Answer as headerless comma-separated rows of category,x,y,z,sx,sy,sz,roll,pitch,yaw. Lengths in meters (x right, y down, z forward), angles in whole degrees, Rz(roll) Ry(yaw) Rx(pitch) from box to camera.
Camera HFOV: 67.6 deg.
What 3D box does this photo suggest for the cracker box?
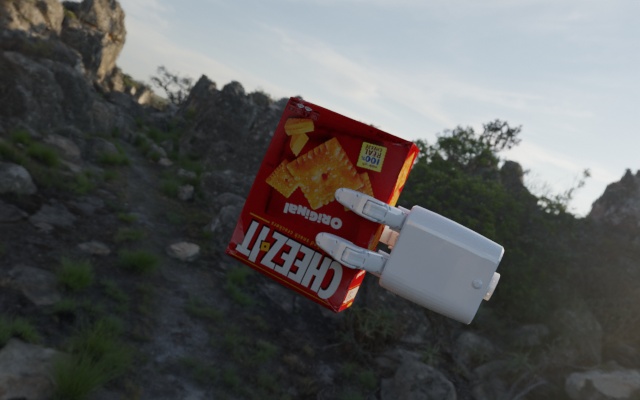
cracker box,0.000,0.002,0.581,0.164,0.214,0.072,25,4,17
